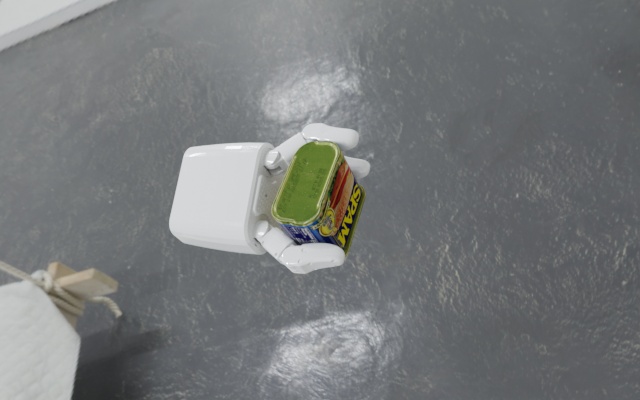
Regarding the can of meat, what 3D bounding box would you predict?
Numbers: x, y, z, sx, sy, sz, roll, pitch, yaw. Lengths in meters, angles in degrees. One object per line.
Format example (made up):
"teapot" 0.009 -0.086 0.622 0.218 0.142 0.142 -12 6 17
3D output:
"can of meat" 0.000 0.002 0.489 0.057 0.102 0.084 5 -29 27
